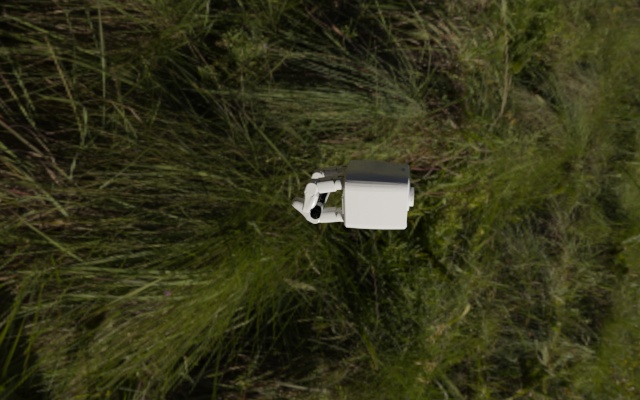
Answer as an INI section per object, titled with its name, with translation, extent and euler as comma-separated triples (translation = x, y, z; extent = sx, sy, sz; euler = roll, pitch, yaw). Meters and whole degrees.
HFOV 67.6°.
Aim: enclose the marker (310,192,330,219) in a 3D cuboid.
[marker]
translation = 0.000, 0.003, 0.862
extent = 0.020, 0.020, 0.121
euler = 0, 22, 10
